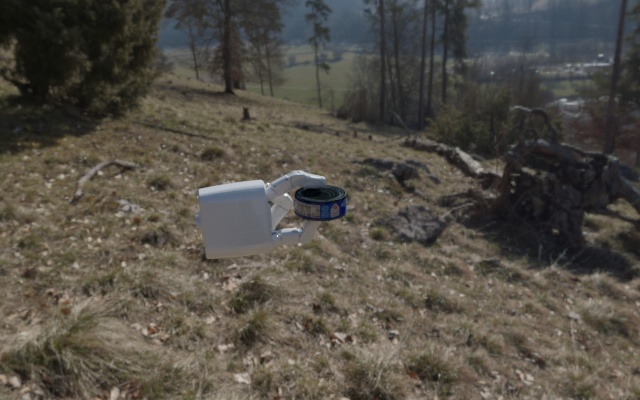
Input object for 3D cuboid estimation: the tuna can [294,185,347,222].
[{"bbox_3d":[0.000,0.002,0.773,0.086,0.034,0.086,1,20,0],"label":"tuna can"}]
